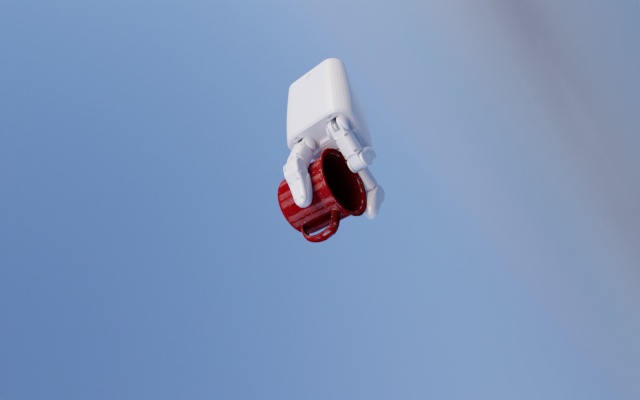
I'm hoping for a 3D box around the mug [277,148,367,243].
[{"bbox_3d":[0.000,0.003,0.603,0.081,0.117,0.093,-28,-44,31],"label":"mug"}]
